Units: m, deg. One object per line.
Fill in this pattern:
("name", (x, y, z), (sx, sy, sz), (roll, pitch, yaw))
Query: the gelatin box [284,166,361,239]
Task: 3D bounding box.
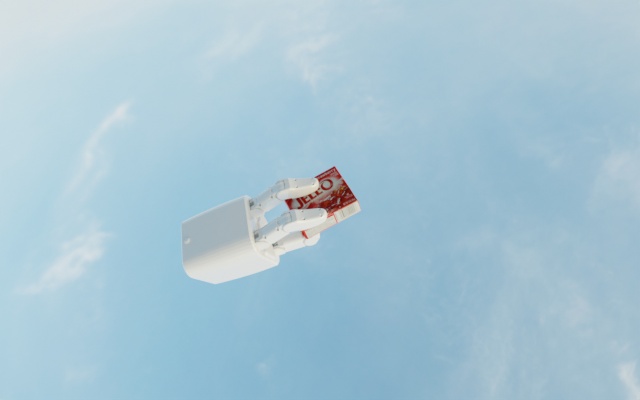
("gelatin box", (0.001, 0.002, 0.668), (0.089, 0.073, 0.030), (-28, -37, -4))
